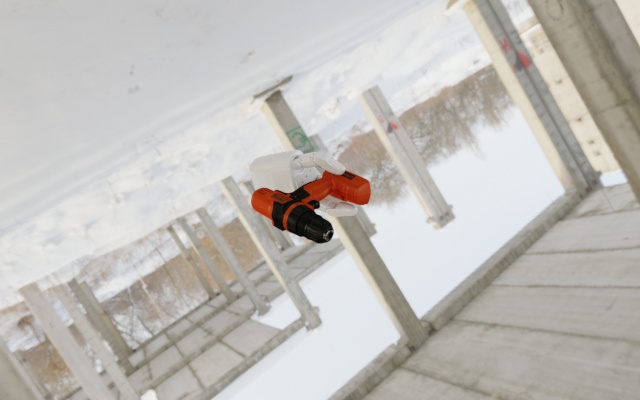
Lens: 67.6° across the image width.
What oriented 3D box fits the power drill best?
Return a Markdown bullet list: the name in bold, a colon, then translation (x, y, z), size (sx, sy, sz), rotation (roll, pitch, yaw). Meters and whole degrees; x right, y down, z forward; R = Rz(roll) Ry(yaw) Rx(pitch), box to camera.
- **power drill**: translation (0.000, 0.003, 0.831), size (0.187, 0.057, 0.184), rotation (-22, 36, -39)
